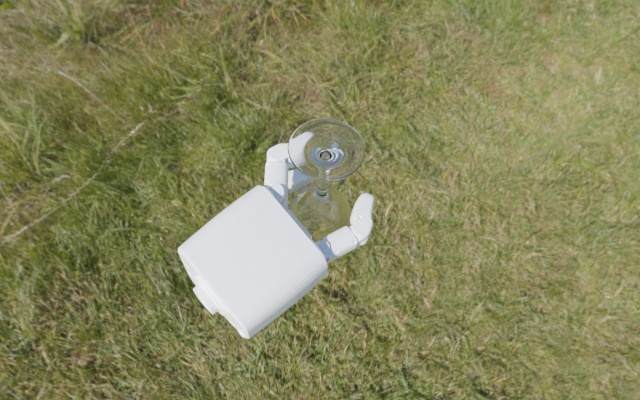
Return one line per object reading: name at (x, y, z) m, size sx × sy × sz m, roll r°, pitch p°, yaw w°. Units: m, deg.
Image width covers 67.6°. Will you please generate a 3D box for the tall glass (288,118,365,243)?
tall glass at (0.000, 0.001, 0.539) m, size 0.079 × 0.079 × 0.201 m, roll 0°, pitch -31°, yaw -3°
